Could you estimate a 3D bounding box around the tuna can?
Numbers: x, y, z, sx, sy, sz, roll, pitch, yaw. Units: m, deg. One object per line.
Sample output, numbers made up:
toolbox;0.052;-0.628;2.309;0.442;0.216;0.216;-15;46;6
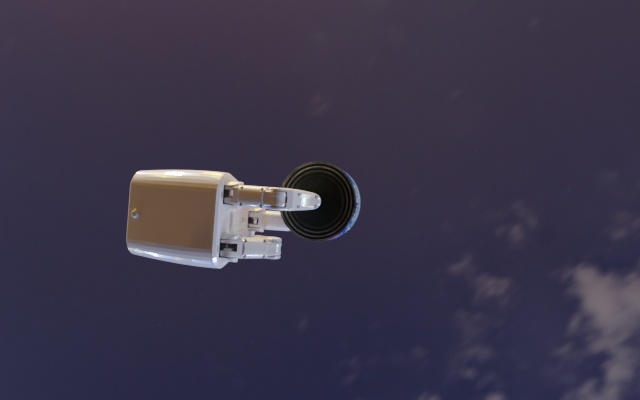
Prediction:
tuna can;0.000;0.002;0.523;0.086;0.086;0.034;0;-3;16
